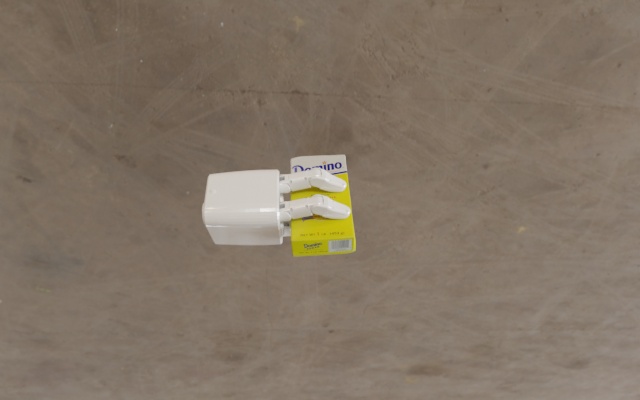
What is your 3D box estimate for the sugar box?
[{"bbox_3d":[0.000,0.002,0.738,0.093,0.176,0.048,-3,-40,-1],"label":"sugar box"}]
